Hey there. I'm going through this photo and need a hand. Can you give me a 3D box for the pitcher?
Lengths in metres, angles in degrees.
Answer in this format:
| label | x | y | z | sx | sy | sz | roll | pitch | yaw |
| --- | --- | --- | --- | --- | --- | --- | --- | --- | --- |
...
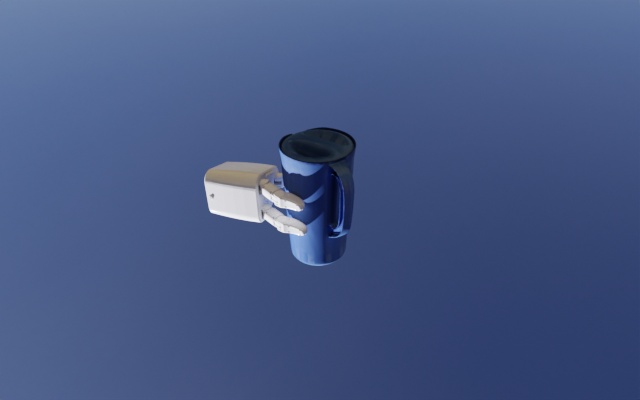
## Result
| label | x | y | z | sx | sy | sz | roll | pitch | yaw |
| --- | --- | --- | --- | --- | --- | --- | --- | --- | --- |
| pitcher | 0.000 | 0.003 | 0.870 | 0.145 | 0.243 | 0.149 | 7 | 35 | 12 |
